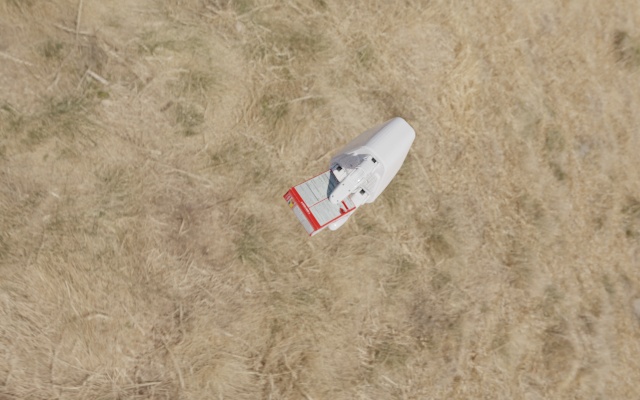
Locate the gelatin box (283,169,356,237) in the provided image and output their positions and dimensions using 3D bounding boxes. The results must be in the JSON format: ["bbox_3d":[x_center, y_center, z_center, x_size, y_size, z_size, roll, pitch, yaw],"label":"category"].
[{"bbox_3d":[0.000,0.002,0.710,0.089,0.073,0.030,-28,-10,-39],"label":"gelatin box"}]
